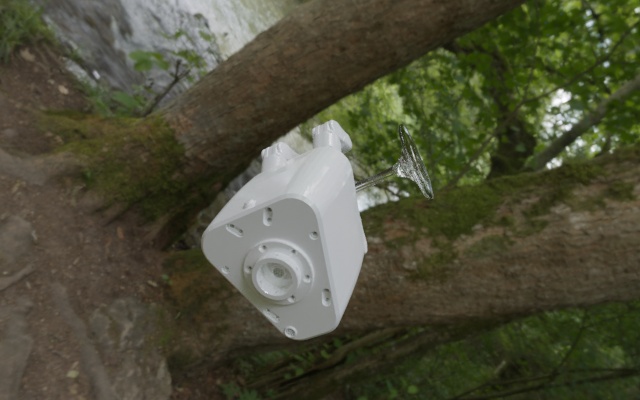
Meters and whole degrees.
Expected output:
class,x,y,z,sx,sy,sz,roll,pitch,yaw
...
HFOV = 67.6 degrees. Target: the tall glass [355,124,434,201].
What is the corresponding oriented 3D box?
class,x,y,z,sx,sy,sz,roll,pitch,yaw
tall glass,0.001,0.001,0.461,0.201,0.079,0.079,-22,-8,20
